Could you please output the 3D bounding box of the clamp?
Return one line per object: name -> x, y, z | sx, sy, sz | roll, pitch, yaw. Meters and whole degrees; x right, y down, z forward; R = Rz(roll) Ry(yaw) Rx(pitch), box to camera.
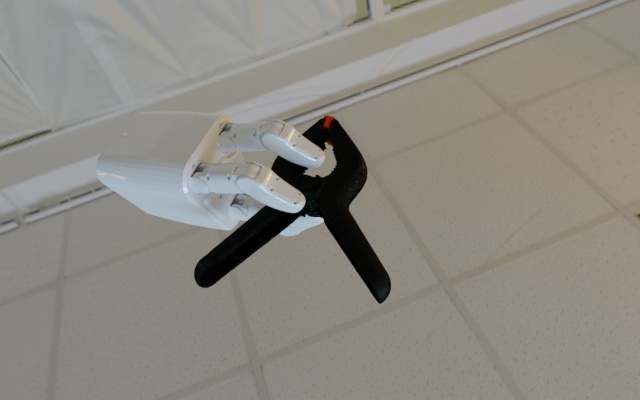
clamp -> 0.000, 0.002, 0.435 | 0.164, 0.209, 0.036 | 8, -39, 19
